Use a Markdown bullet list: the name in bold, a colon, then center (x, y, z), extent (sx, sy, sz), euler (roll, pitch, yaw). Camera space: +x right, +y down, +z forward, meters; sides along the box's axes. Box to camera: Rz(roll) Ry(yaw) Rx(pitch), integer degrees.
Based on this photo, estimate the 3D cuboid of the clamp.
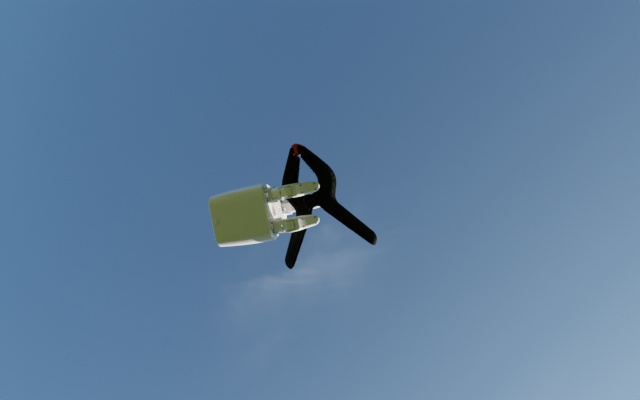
- **clamp**: center (0.000, 0.002, 0.811), extent (0.164, 0.210, 0.036), euler (-11, 1, 12)
